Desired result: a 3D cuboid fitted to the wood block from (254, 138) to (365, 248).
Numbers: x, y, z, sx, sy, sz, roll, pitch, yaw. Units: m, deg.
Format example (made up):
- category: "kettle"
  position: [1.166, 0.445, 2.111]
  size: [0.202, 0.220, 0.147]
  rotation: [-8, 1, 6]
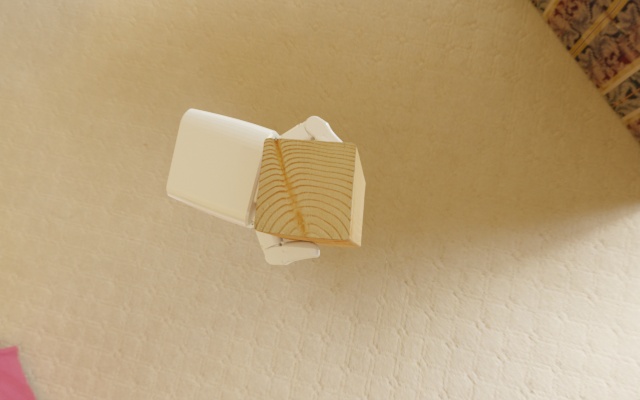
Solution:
- category: "wood block"
  position: [0.000, 0.002, 0.535]
  size: [0.090, 0.091, 0.206]
  rotation: [5, -7, 8]
